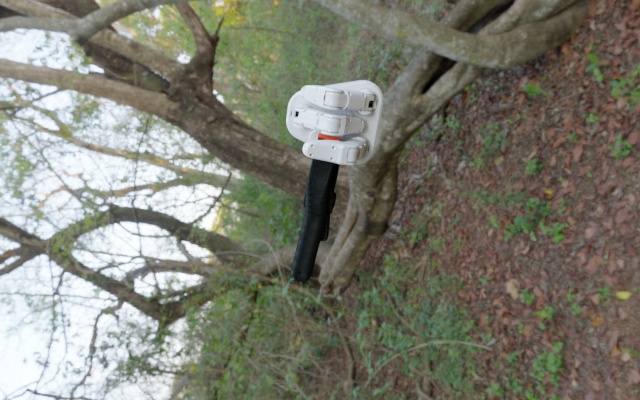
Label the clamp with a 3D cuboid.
[{"bbox_3d":[0.000,0.002,0.583,0.039,0.171,0.120,14,16,1],"label":"clamp"}]
